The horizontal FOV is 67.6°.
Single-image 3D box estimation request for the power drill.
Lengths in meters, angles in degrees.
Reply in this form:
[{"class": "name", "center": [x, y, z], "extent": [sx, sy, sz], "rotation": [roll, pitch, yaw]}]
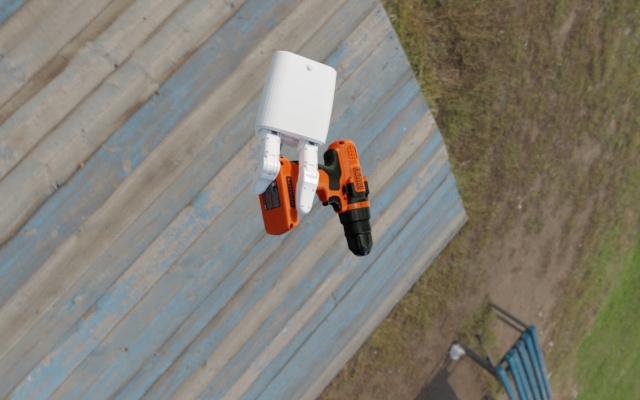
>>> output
[{"class": "power drill", "center": [0.000, 0.002, 0.699], "extent": [0.057, 0.184, 0.187], "rotation": [-17, -7, 43]}]
